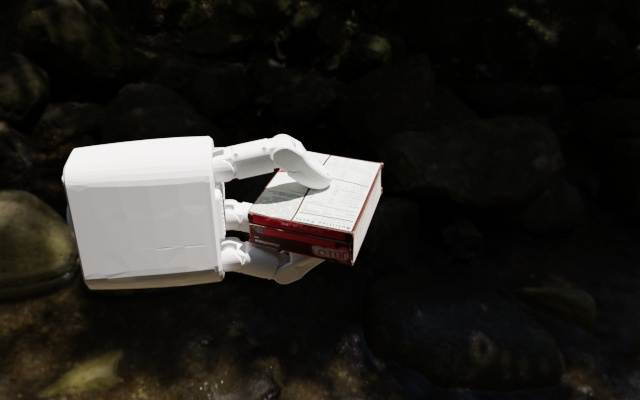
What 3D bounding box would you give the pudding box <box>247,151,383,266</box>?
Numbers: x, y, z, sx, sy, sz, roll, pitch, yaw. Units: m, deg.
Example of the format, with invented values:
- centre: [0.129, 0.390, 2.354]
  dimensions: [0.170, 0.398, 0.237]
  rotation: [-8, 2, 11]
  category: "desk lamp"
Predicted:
- centre: [0.000, 0.001, 0.416]
  dimensions: [0.090, 0.039, 0.113]
  rotation: [12, 38, 14]
  category: "pudding box"
